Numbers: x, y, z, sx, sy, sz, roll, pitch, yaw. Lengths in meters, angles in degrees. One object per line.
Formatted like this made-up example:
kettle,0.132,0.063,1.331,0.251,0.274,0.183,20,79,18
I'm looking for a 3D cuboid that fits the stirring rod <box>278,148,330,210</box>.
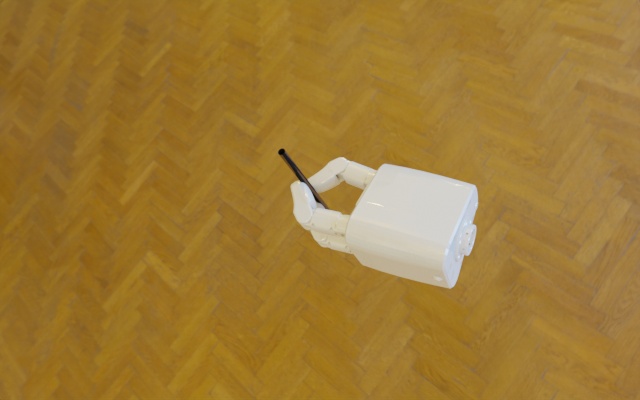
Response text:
stirring rod,0.000,0.002,0.594,0.011,0.011,0.240,0,-26,22
